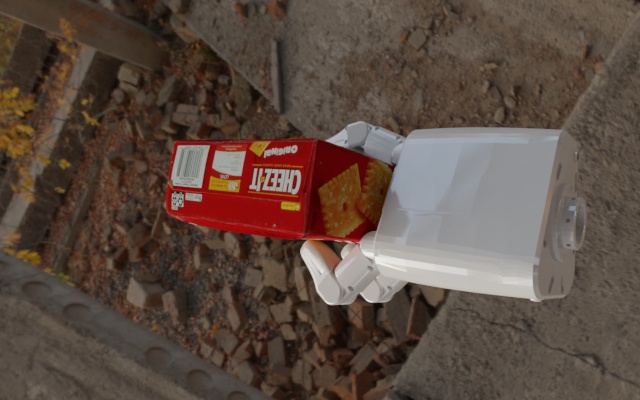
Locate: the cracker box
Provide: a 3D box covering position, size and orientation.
[{"bbox_3d":[0.000,0.001,0.426,0.164,0.072,0.214,5,-5,40],"label":"cracker box"}]
